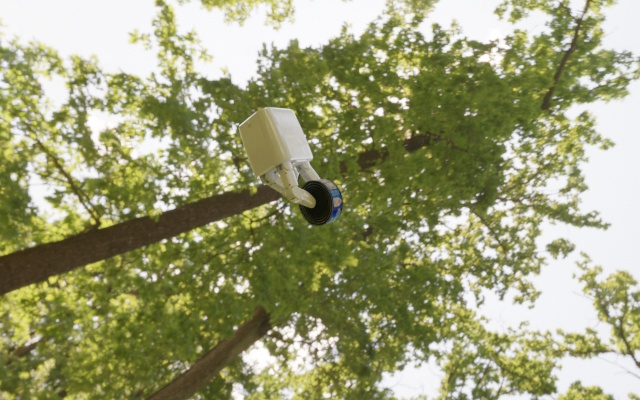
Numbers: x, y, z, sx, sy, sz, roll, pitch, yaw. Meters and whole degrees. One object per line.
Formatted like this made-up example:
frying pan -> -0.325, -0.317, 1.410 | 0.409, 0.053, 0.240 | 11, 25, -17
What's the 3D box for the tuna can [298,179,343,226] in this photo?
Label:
tuna can -> 0.001, 0.003, 0.891 | 0.086, 0.086, 0.034 | 0, 9, 43
